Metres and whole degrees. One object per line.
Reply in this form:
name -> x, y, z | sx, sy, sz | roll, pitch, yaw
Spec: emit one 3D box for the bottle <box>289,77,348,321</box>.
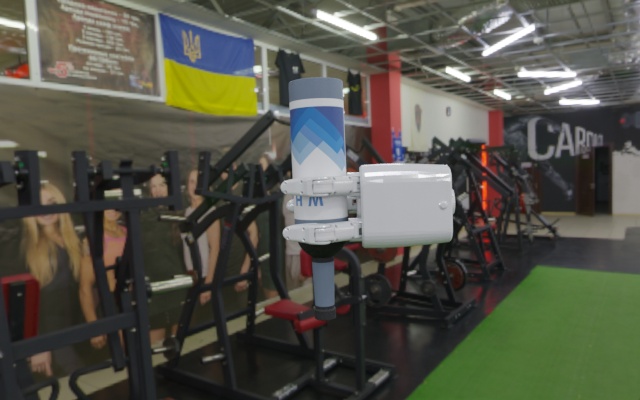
bottle -> 0.000, 0.002, 0.595 | 0.069, 0.296, 0.069 | -2, 4, 0
